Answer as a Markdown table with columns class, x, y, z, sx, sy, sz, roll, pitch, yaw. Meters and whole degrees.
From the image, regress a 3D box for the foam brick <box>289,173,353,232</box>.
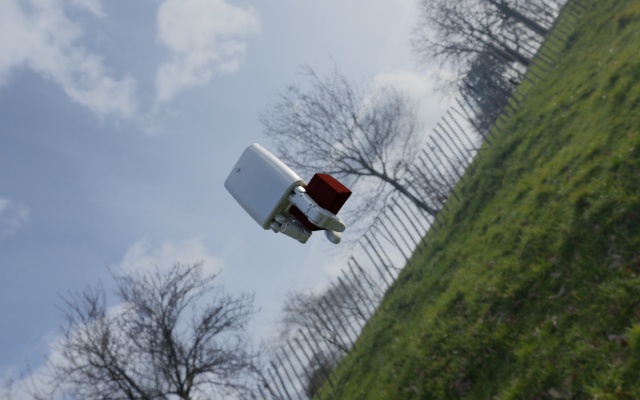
| class | x | y | z | sx | sy | sz | roll | pitch | yaw |
| --- | --- | --- | --- | --- | --- | --- | --- | --- | --- |
| foam brick | 0.000 | 0.002 | 0.739 | 0.051 | 0.078 | 0.053 | 42 | 17 | 21 |
